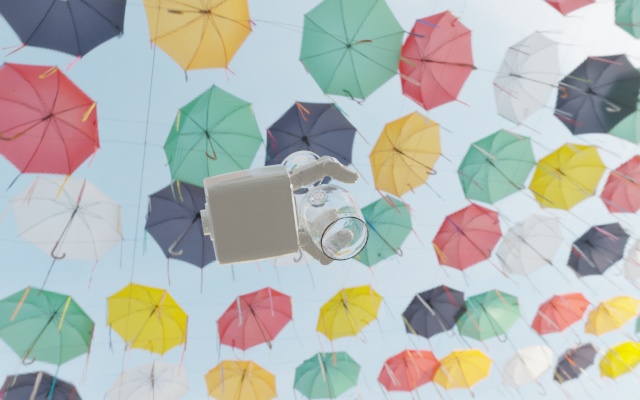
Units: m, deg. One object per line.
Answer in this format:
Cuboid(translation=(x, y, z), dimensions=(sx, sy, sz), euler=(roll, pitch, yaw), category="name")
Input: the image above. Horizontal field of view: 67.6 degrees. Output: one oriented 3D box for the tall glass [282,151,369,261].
Cuboid(translation=(0.000, 0.002, 0.651), dimensions=(0.079, 0.079, 0.201), euler=(0, 26, -20), category="tall glass")
